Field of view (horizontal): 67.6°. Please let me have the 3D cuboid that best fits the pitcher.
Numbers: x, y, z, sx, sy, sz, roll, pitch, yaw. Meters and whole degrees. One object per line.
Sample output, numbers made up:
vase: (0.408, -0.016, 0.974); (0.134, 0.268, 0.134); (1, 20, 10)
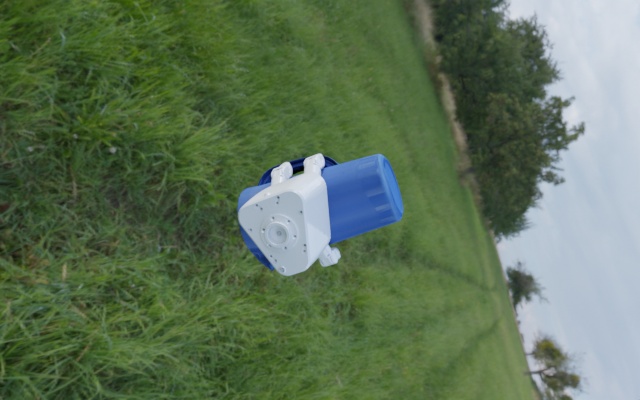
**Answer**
pitcher: (0.000, 0.003, 0.766); (0.243, 0.149, 0.145); (-17, 9, 17)
